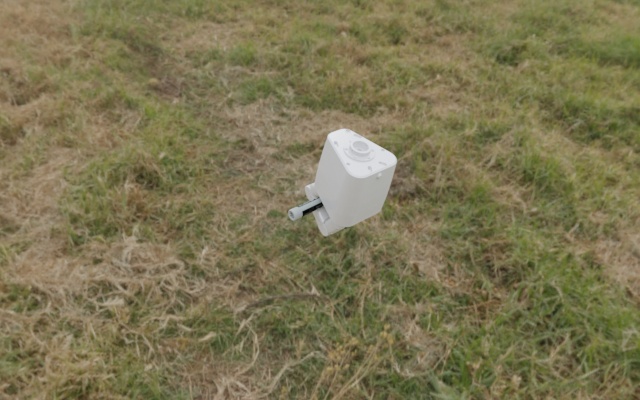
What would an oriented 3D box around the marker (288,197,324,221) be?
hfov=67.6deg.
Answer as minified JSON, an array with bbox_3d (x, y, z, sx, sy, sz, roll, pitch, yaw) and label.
[{"bbox_3d":[0.000,0.003,0.789,0.121,0.020,0.020,-25,14,-33],"label":"marker"}]
